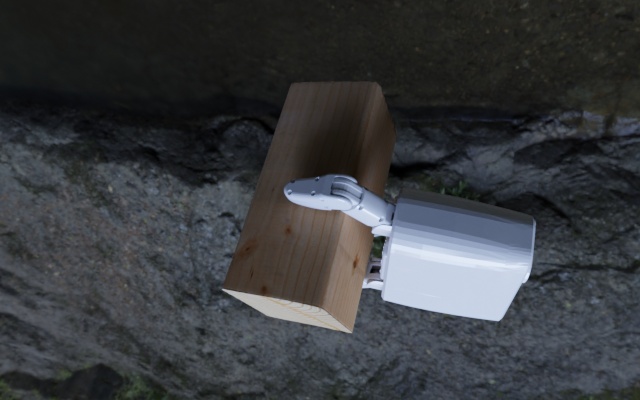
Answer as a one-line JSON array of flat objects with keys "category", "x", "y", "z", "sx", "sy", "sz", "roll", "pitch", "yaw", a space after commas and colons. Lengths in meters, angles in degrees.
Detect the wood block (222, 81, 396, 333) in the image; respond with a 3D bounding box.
[{"category": "wood block", "x": 0.000, "y": 0.001, "z": 0.436, "sx": 0.090, "sy": 0.206, "sz": 0.091, "roll": 5, "pitch": -24, "yaw": 24}]
